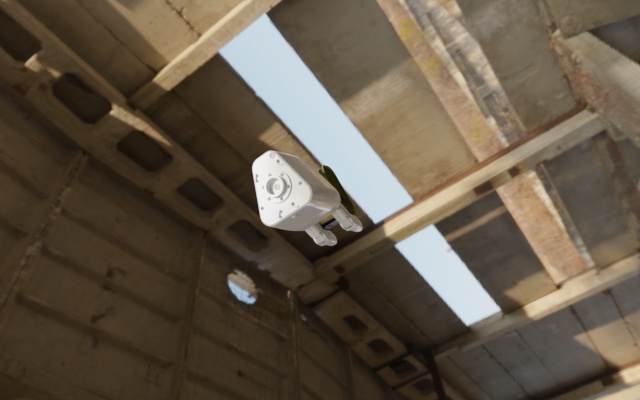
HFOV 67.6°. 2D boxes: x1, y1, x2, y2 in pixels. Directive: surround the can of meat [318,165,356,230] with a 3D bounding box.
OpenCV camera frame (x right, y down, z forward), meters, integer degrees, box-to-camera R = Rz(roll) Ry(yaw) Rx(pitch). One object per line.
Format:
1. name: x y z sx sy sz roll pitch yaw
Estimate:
1. can of meat: 0.000 0.003 0.842 0.084 0.102 0.057 -32 -13 17
